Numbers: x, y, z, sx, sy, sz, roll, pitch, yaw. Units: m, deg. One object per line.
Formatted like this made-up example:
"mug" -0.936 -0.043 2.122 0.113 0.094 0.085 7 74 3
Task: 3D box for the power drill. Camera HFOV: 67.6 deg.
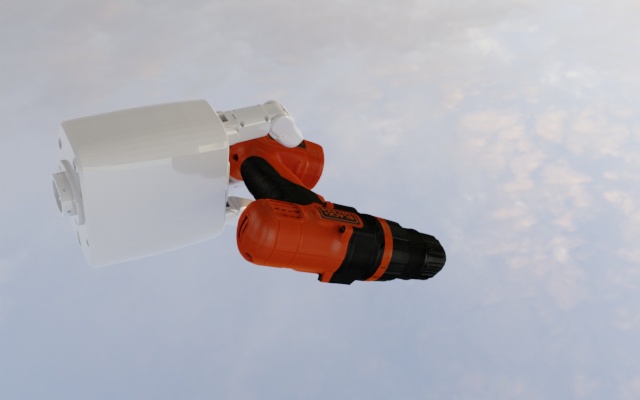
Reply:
"power drill" 0.000 0.001 0.420 0.184 0.057 0.187 13 21 -31
